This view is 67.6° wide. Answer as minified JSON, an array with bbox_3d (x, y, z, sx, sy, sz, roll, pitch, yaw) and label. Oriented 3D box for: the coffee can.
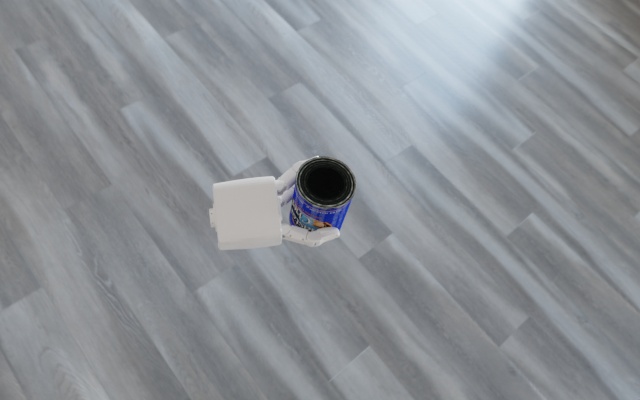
[{"bbox_3d":[0.000,0.003,0.847,0.103,0.102,0.140,0,-29,-9],"label":"coffee can"}]
